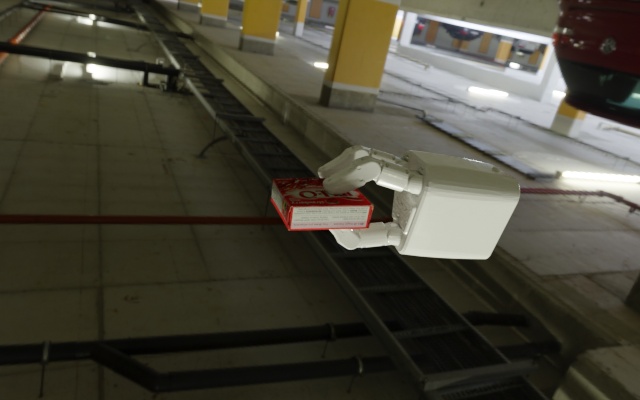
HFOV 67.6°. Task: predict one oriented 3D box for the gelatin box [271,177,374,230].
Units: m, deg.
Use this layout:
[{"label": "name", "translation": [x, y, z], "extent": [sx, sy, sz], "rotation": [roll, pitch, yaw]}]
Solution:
[{"label": "gelatin box", "translation": [0.000, 0.002, 0.497], "extent": [0.089, 0.030, 0.073], "rotation": [-1, 24, -20]}]
